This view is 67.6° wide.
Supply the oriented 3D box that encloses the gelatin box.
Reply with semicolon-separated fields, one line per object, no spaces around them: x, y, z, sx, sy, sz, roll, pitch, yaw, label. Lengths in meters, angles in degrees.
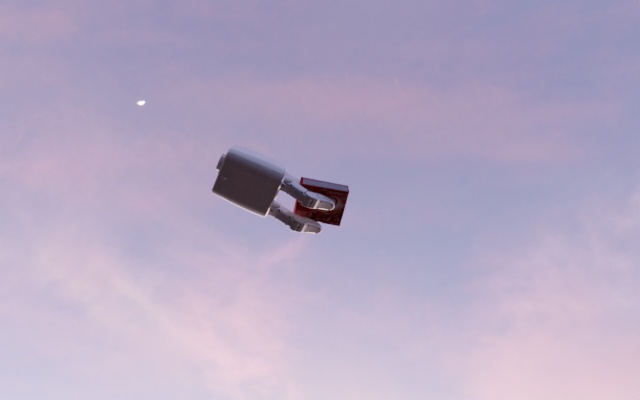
0.000;0.003;0.859;0.089;0.073;0.030;10;28;-7;gelatin box
